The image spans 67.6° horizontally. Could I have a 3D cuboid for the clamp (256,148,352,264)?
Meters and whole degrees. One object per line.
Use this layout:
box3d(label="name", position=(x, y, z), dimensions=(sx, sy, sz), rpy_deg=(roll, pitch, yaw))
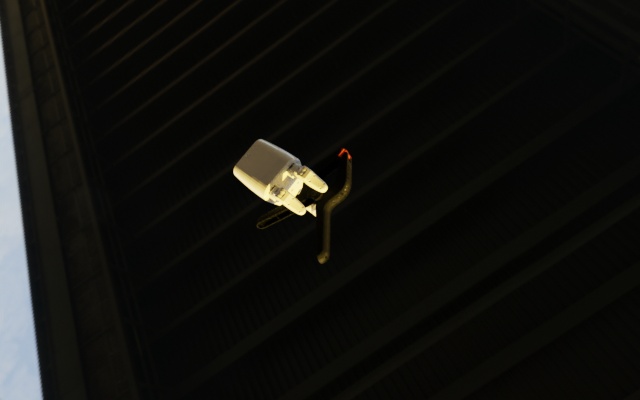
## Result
box3d(label="clamp", position=(0.001, 0.003, 0.857), dimensions=(0.164, 0.210, 0.036), rpy_deg=(34, -9, 33))
